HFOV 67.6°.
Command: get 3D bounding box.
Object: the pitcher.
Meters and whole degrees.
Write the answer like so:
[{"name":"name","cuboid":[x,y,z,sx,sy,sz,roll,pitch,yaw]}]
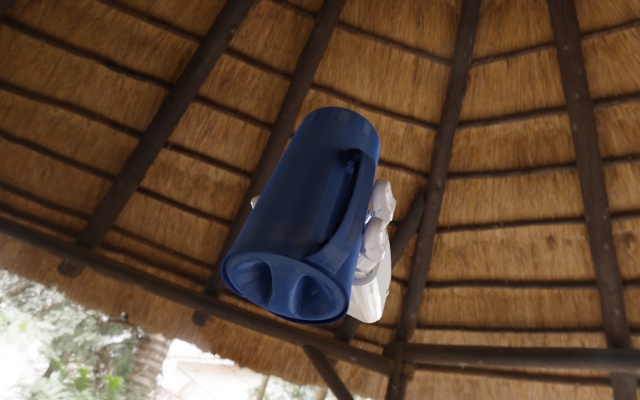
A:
[{"name":"pitcher","cuboid":[0.000,0.002,0.536,0.149,0.242,0.145,4,-41,20]}]
